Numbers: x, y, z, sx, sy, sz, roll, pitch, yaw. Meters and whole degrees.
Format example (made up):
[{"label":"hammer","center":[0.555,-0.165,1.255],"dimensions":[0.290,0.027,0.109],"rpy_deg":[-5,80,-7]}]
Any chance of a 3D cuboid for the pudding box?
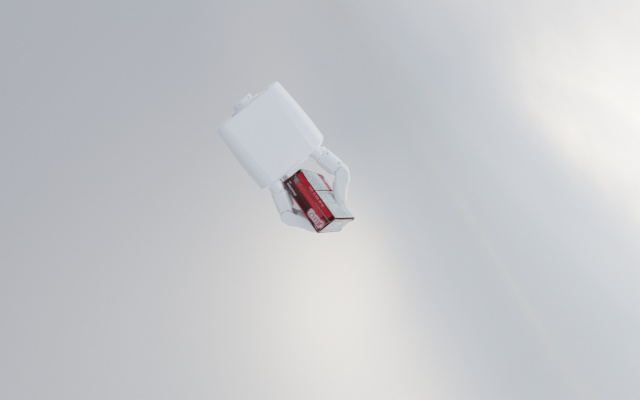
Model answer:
[{"label":"pudding box","center":[0.000,0.002,0.709],"dimensions":[0.039,0.090,0.113],"rpy_deg":[-38,-13,15]}]
